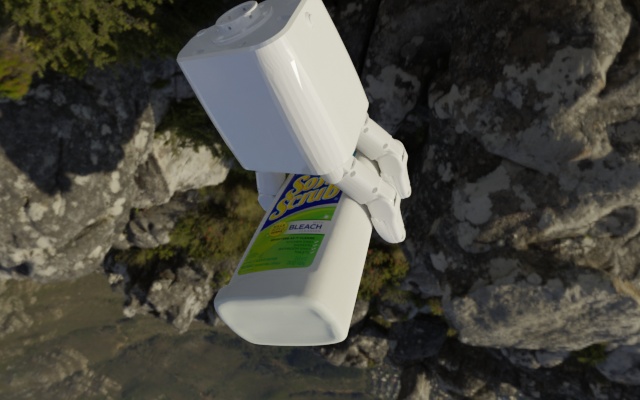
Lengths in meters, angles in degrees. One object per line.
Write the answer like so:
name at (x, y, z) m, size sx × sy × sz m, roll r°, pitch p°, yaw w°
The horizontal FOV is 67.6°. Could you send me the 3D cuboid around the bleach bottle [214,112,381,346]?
bleach bottle at (0.000, 0.001, 0.428) m, size 0.102 × 0.250 × 0.068 m, roll -8°, pitch -48°, yaw 27°
